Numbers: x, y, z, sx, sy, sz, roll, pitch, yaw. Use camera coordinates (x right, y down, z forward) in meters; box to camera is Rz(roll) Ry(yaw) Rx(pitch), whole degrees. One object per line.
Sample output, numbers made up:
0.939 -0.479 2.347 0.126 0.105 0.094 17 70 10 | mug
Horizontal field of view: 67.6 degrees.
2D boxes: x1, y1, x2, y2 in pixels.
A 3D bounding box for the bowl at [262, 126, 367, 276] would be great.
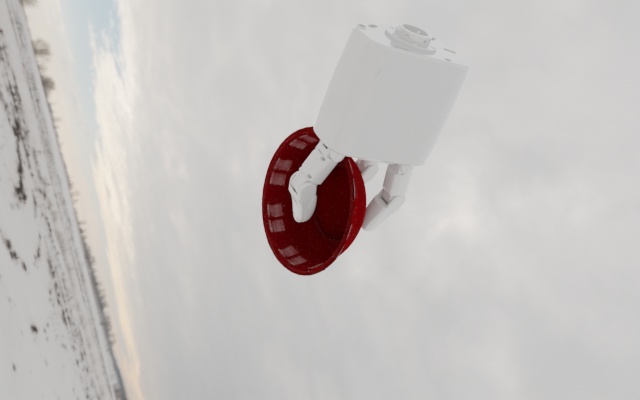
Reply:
0.000 0.003 0.535 0.055 0.162 0.162 4 -3 -40 | bowl
